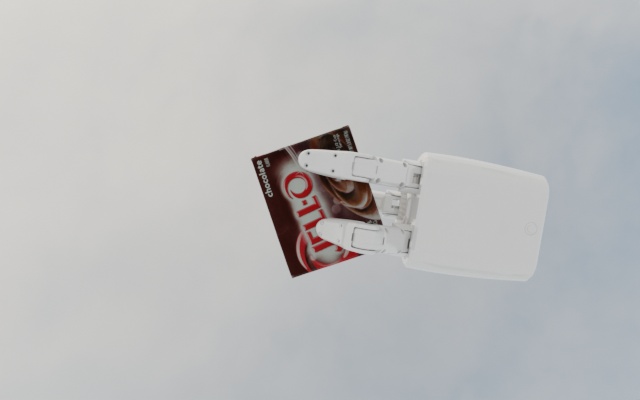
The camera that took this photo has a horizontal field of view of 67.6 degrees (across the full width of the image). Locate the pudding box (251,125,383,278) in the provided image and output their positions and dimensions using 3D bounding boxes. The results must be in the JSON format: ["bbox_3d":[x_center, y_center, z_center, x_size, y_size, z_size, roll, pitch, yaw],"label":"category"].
[{"bbox_3d":[0.000,0.001,0.424,0.090,0.113,0.039,-19,1,2],"label":"pudding box"}]
